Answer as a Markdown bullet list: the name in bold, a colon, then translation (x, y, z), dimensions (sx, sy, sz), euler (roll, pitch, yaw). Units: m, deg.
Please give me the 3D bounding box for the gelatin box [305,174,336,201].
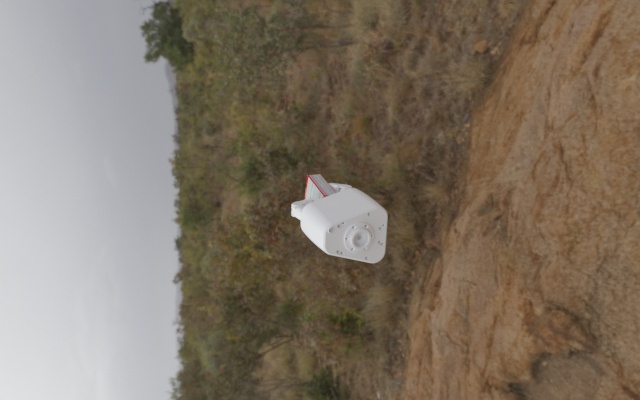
- **gelatin box**: translation (0.000, 0.003, 0.877), dimensions (0.030, 0.073, 0.089), euler (-6, 30, -23)
